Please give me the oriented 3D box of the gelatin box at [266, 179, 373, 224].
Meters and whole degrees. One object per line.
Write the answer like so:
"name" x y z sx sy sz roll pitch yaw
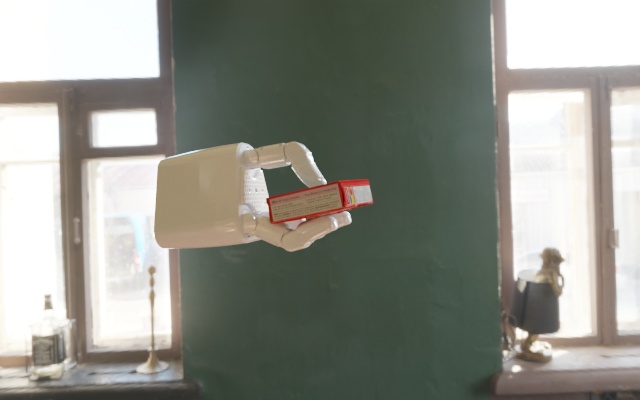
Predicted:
"gelatin box" 0.000 0.001 0.499 0.089 0.030 0.073 -13 -3 28
